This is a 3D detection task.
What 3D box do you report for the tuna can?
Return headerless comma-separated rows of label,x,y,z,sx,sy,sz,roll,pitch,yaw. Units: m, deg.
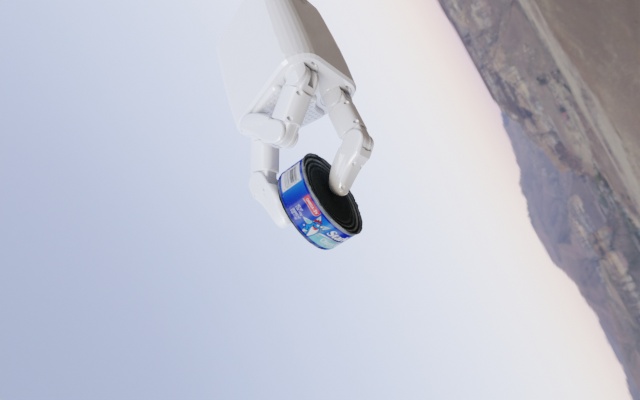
tuna can,0.000,0.002,0.436,0.034,0.086,0.086,-33,-14,22
